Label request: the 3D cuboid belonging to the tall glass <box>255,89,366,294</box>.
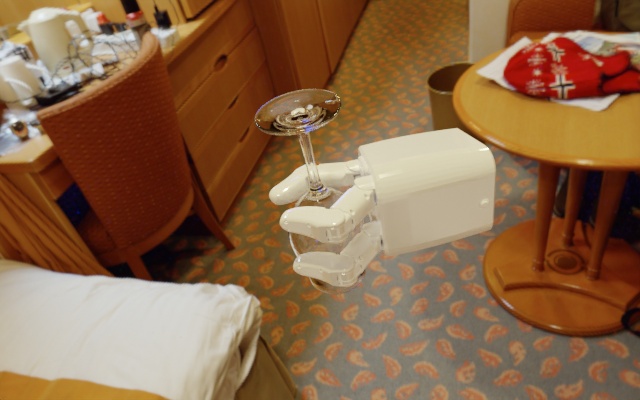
[{"bbox_3d":[0.000,0.001,0.456,0.079,0.201,0.079,-8,38,7],"label":"tall glass"}]
